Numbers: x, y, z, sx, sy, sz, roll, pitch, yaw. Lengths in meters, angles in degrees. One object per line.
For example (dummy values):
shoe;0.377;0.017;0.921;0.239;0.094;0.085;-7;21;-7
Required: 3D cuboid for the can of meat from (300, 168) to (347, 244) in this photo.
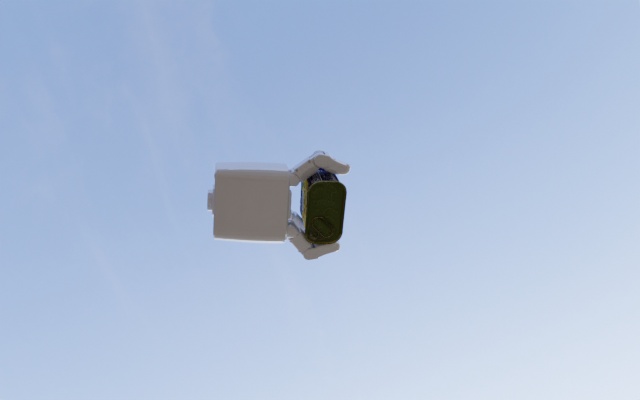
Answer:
can of meat;0.000;0.002;0.727;0.057;0.102;0.084;-1;25;-11
